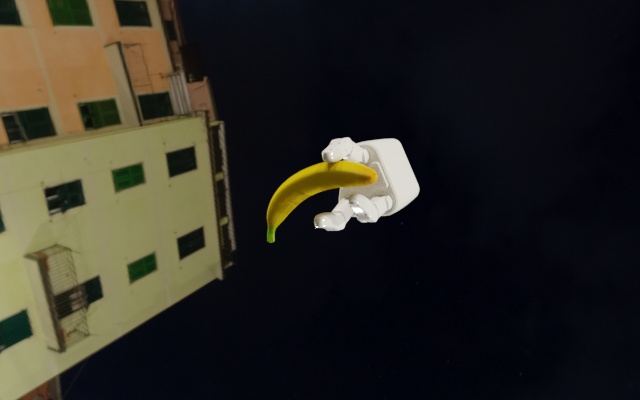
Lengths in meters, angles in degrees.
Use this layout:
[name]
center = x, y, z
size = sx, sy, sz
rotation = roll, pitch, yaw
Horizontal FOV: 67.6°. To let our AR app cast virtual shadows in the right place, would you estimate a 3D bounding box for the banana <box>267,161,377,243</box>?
[banana]
center = -0.011, -0.013, 0.662
size = 0.198, 0.069, 0.037
rotation = -32, -9, 31
